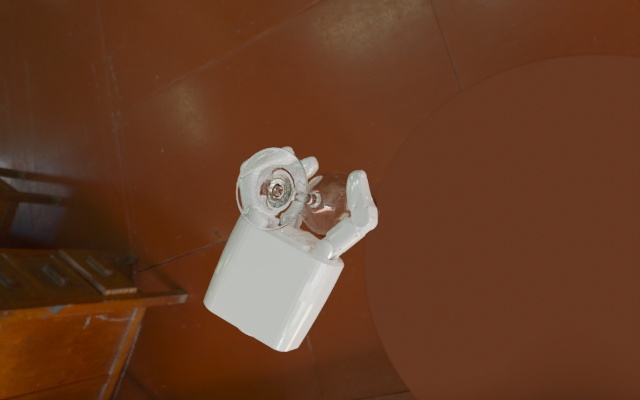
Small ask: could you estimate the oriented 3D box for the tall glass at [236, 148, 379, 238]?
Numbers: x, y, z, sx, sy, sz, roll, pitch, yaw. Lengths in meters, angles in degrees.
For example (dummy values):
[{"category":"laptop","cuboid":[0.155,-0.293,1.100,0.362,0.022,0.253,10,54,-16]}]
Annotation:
[{"category":"tall glass","cuboid":[0.000,0.001,0.508,0.079,0.079,0.201,0,-7,27]}]
